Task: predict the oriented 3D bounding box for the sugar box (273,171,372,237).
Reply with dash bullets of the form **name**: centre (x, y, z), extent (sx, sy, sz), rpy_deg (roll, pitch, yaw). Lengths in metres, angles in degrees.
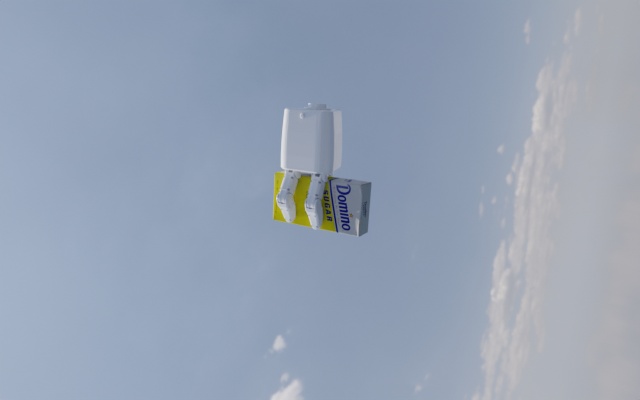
- **sugar box**: centre (0.000, 0.003, 0.851), extent (0.176, 0.093, 0.048), rpy_deg (9, 14, 29)
